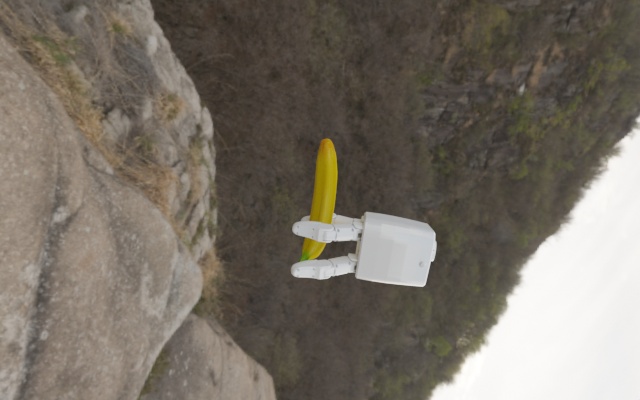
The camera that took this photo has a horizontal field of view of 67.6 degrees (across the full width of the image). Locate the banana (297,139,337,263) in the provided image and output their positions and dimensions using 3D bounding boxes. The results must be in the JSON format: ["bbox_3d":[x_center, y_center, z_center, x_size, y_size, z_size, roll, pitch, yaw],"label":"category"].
[{"bbox_3d":[0.002,0.006,0.739,0.037,0.198,0.069,10,2,8],"label":"banana"}]
